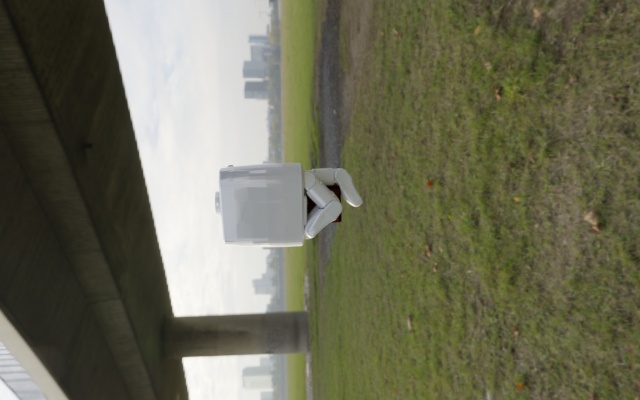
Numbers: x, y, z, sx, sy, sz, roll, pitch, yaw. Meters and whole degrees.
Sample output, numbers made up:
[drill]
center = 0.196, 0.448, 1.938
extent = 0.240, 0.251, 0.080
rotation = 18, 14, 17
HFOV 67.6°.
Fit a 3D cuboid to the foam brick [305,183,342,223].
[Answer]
[foam brick]
center = 0.000, 0.002, 0.697
extent = 0.051, 0.053, 0.078
rotation = -2, 5, -5
